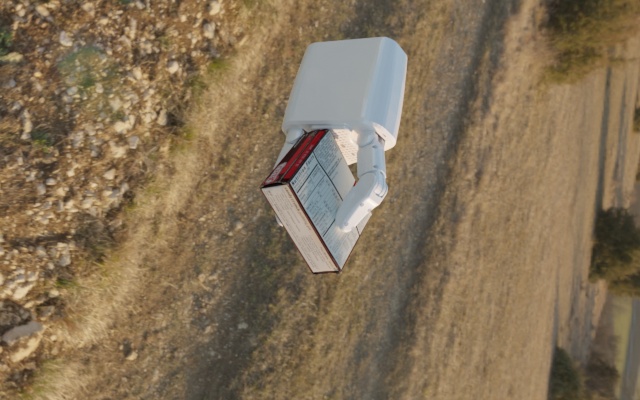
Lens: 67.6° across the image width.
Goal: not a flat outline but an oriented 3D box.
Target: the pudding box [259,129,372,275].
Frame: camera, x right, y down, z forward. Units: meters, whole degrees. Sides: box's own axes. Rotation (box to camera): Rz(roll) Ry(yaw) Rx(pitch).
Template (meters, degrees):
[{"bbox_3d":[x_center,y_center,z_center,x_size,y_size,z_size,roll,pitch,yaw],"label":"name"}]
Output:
[{"bbox_3d":[0.000,0.001,0.461,0.039,0.113,0.090,-8,34,38],"label":"pudding box"}]
